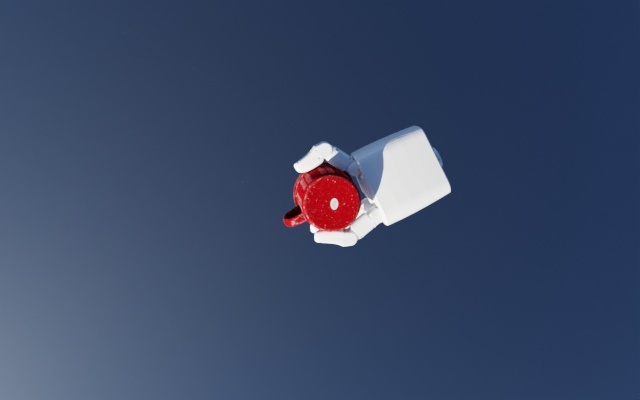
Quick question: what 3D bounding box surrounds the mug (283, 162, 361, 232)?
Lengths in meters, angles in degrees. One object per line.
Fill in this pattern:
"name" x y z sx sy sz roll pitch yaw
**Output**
"mug" -0.001 0.003 0.673 0.117 0.093 0.081 -27 13 -1
